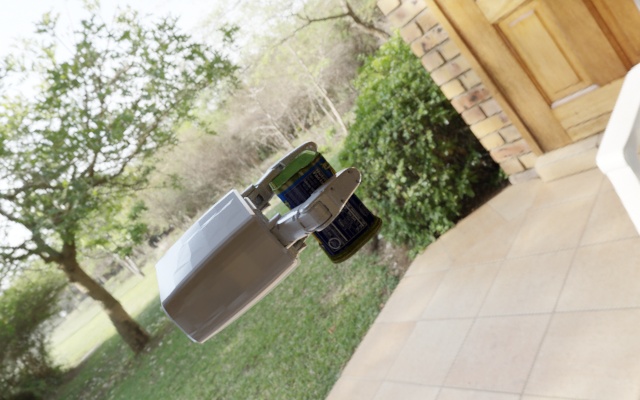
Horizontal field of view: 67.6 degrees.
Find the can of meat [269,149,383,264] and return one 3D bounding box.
[{"bbox_3d":[0.000,0.001,0.437,0.057,0.084,0.102,-42,12,-3],"label":"can of meat"}]
